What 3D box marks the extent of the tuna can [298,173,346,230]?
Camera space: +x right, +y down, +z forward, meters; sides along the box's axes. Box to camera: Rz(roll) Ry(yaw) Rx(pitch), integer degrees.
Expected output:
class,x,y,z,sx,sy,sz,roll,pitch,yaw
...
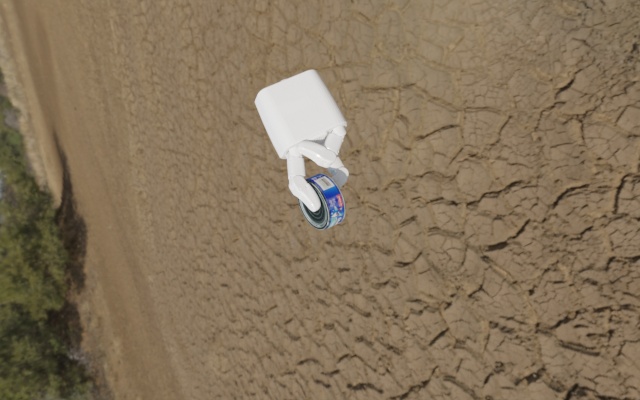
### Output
class,x,y,z,sx,sy,sz,roll,pitch,yaw
tuna can,0.000,0.003,0.751,0.033,0.086,0.086,-24,12,-30
